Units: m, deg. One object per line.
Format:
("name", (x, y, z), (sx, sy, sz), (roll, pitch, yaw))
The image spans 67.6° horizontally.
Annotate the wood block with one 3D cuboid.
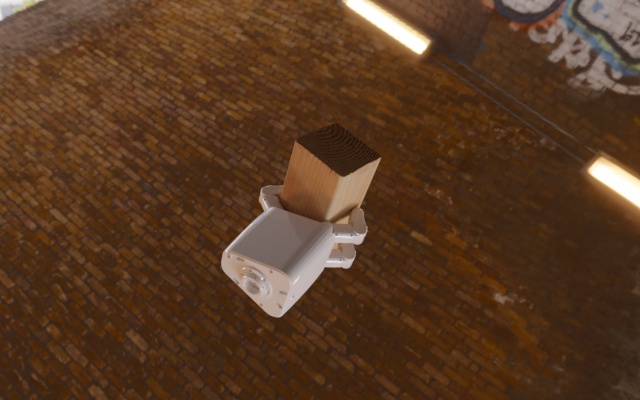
("wood block", (0.000, 0.002, 0.709), (0.090, 0.206, 0.090), (40, 45, 22))
